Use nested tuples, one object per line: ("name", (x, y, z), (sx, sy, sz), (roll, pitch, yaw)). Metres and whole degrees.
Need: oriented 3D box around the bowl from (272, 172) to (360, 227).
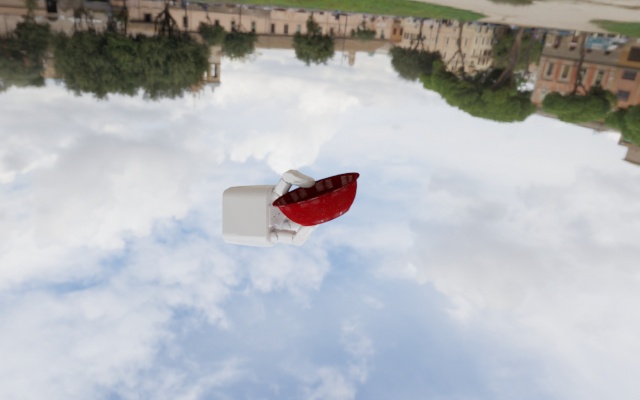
("bowl", (0.001, 0.003, 0.837), (0.162, 0.055, 0.162), (-19, 11, 4))
